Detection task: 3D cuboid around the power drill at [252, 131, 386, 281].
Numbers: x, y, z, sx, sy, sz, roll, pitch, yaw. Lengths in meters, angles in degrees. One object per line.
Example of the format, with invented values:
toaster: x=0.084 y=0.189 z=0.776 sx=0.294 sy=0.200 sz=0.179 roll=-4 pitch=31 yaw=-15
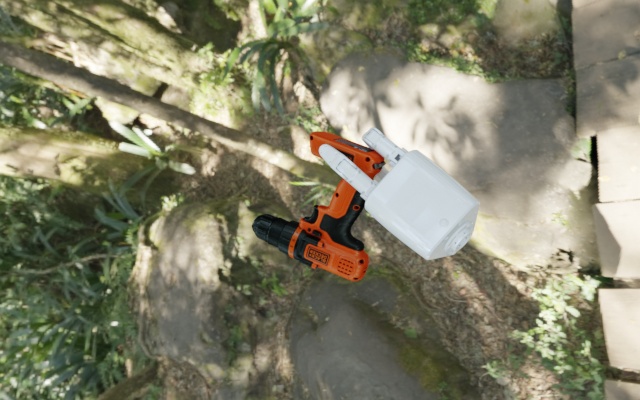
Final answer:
power drill: x=0.000 y=0.002 z=0.672 sx=0.184 sy=0.188 sz=0.057 roll=21 pitch=19 yaw=16
